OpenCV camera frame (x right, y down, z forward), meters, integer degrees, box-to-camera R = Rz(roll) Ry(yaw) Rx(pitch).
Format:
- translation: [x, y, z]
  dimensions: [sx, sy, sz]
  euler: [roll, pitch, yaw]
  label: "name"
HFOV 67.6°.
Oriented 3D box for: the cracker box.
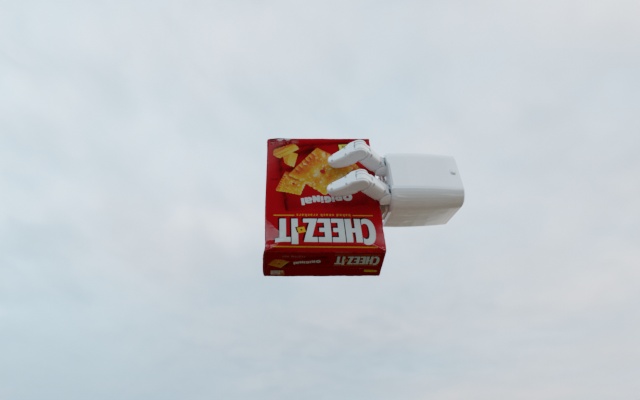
- translation: [0.000, 0.002, 0.700]
  dimensions: [0.164, 0.213, 0.072]
  euler: [0, -39, -5]
  label: "cracker box"
